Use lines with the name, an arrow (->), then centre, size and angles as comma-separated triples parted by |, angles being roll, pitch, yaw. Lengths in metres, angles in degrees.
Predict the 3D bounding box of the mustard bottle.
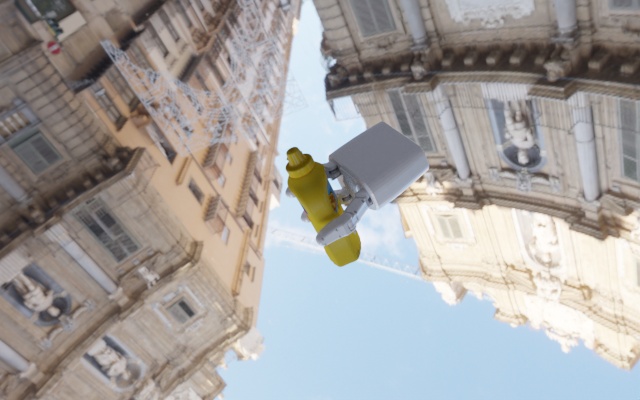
mustard bottle -> 0.000, 0.003, 0.697 | 0.058, 0.192, 0.096 | -23, 33, 8
